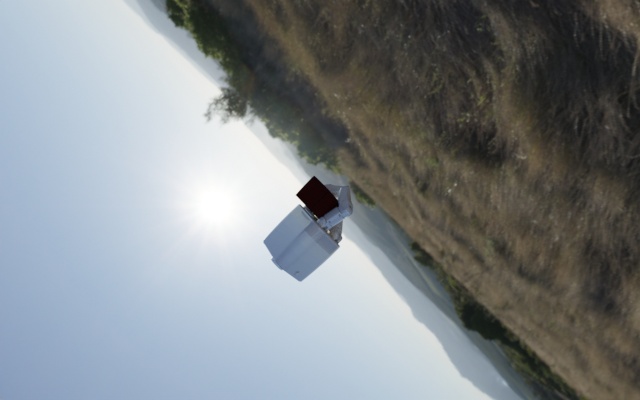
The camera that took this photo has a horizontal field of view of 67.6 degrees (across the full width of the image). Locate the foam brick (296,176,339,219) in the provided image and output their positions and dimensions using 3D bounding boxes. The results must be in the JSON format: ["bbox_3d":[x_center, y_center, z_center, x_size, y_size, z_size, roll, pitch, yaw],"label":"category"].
[{"bbox_3d":[0.000,0.003,0.894,0.053,0.051,0.078,46,-1,40],"label":"foam brick"}]
